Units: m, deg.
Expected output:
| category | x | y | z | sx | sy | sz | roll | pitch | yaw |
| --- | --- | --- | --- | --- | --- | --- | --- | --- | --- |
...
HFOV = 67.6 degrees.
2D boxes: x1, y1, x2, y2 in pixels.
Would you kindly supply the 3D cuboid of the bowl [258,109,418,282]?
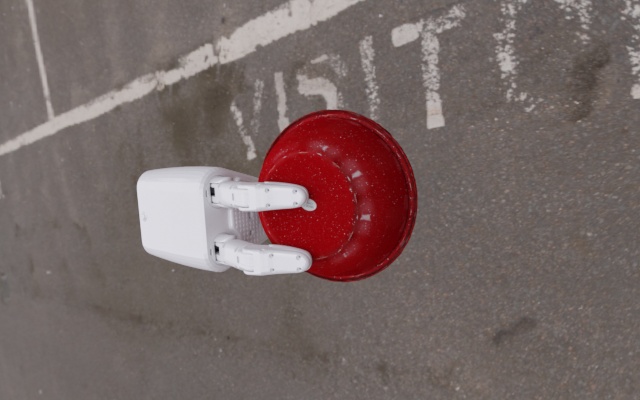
| category | x | y | z | sx | sy | sz | roll | pitch | yaw |
| --- | --- | --- | --- | --- | --- | --- | --- | --- | --- |
| bowl | 0.001 | 0.001 | 0.420 | 0.162 | 0.162 | 0.055 | 0 | 9 | 26 |
